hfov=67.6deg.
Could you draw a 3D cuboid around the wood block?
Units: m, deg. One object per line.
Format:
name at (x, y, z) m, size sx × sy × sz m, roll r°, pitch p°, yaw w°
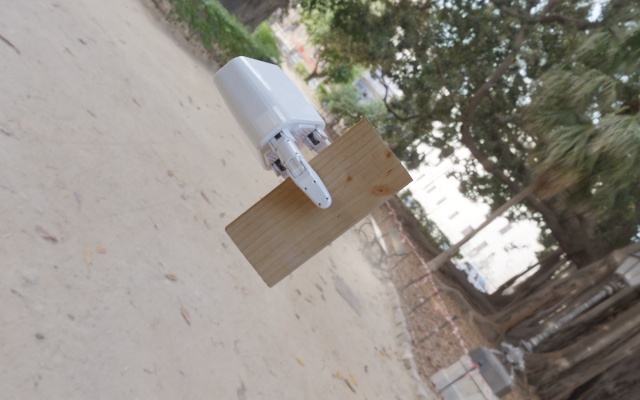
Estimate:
wood block at (0.000, 0.002, 0.577) m, size 0.206 × 0.090 × 0.091 m, roll -38°, pitch 0°, yaw 8°
